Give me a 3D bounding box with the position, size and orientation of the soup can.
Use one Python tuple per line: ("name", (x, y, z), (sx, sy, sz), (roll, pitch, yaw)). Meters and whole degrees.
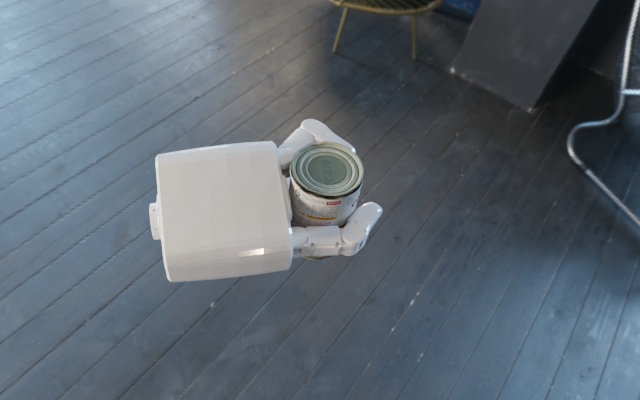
("soup can", (0.001, 0.001, 0.457), (0.068, 0.068, 0.102), (0, -38, -9))
